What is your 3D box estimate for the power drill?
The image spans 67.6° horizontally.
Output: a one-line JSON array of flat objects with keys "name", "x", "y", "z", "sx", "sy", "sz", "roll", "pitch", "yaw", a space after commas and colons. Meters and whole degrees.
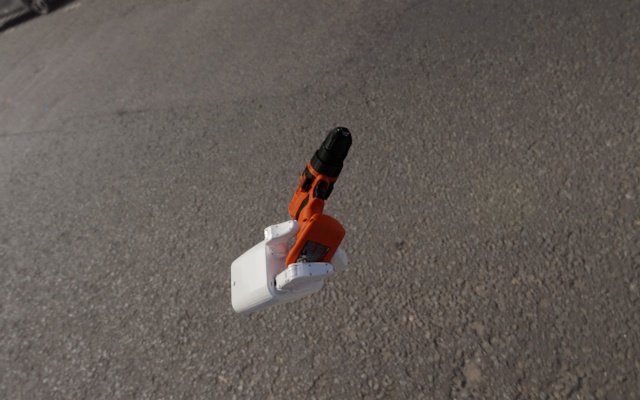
[{"name": "power drill", "x": 0.000, "y": 0.003, "z": 0.708, "sx": 0.057, "sy": 0.184, "sz": 0.187, "roll": 19, "pitch": 36, "yaw": -12}]
